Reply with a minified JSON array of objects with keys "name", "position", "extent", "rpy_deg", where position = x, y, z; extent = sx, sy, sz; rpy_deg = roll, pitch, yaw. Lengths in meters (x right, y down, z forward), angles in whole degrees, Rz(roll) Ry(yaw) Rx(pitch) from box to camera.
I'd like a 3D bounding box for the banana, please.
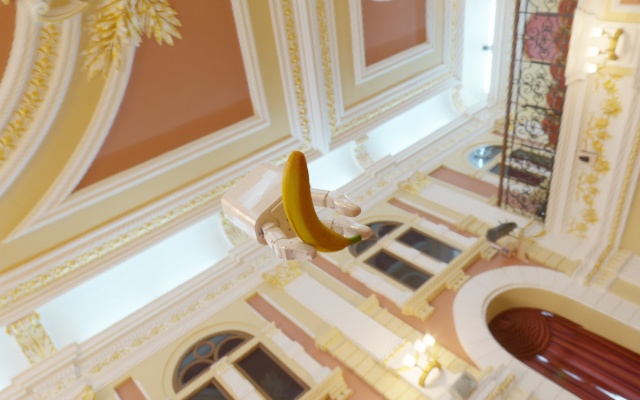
[{"name":"banana","position":[-0.011,0.018,0.636],"extent":[0.037,0.069,0.198],"rpy_deg":[31,-17,43]}]
